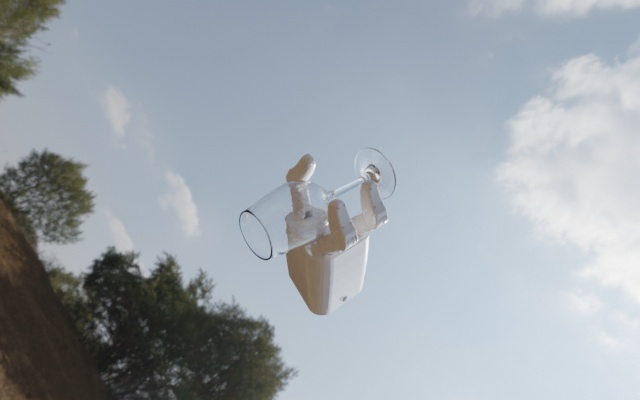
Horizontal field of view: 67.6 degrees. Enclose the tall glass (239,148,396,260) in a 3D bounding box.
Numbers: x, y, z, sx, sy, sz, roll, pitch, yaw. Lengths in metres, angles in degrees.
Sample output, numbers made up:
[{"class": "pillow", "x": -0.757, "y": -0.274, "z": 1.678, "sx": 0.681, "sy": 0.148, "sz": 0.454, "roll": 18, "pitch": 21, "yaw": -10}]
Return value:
[{"class": "tall glass", "x": 0.001, "y": 0.002, "z": 0.589, "sx": 0.201, "sy": 0.079, "sz": 0.079, "roll": -27, "pitch": 16, "yaw": -34}]
